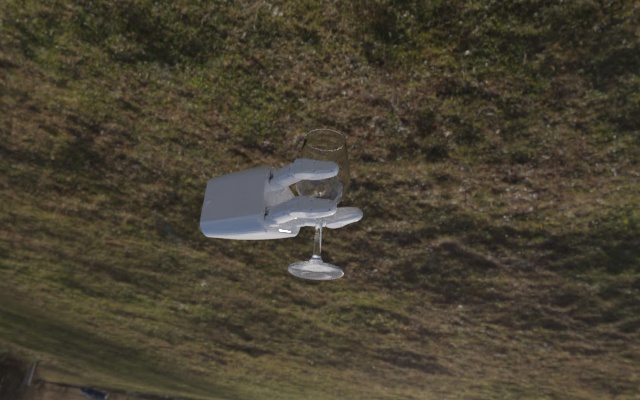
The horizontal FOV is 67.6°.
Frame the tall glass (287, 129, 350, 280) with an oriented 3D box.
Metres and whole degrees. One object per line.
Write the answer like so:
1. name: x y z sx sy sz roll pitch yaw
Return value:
1. tall glass: 0.000 0.003 0.659 0.079 0.201 0.079 4 -24 2
